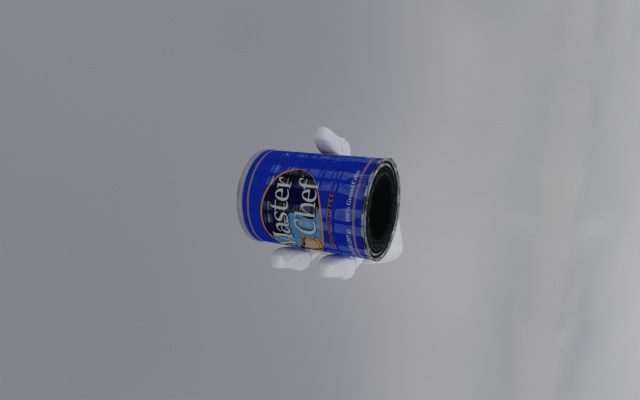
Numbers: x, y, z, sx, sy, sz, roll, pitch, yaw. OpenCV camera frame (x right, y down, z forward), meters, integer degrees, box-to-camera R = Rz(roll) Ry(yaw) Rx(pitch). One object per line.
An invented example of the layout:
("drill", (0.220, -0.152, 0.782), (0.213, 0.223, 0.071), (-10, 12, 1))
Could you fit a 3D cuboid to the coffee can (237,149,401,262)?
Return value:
("coffee can", (0.000, 0.002, 0.495), (0.140, 0.103, 0.103), (7, 3, 26))
